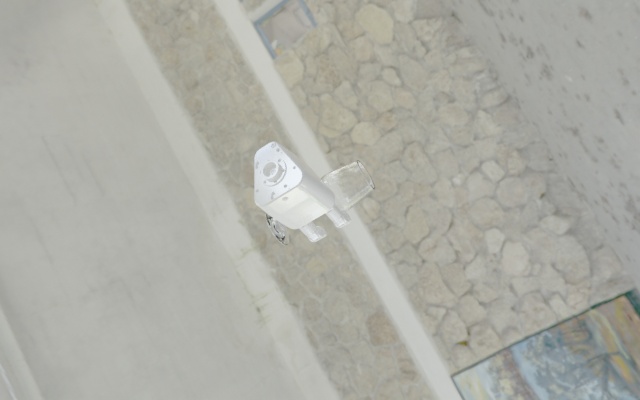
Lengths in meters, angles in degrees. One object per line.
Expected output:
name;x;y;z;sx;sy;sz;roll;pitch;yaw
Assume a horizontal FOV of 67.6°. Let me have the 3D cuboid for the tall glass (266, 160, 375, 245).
tall glass;0.000;0.003;0.884;0.201;0.079;0.079;-31;-8;14
